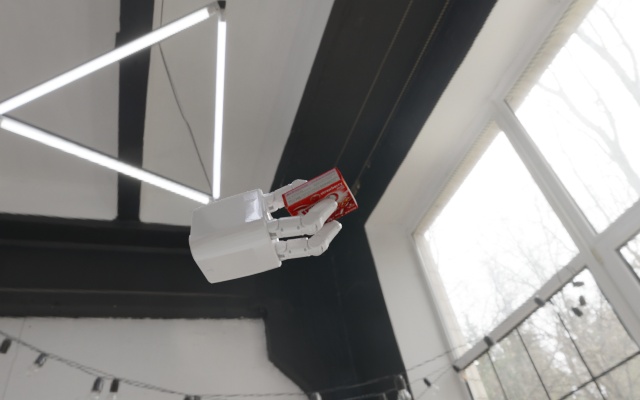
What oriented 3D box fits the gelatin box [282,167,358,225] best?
[{"bbox_3d":[0.000,0.002,0.681,0.089,0.030,0.073,-27,-41,5],"label":"gelatin box"}]
